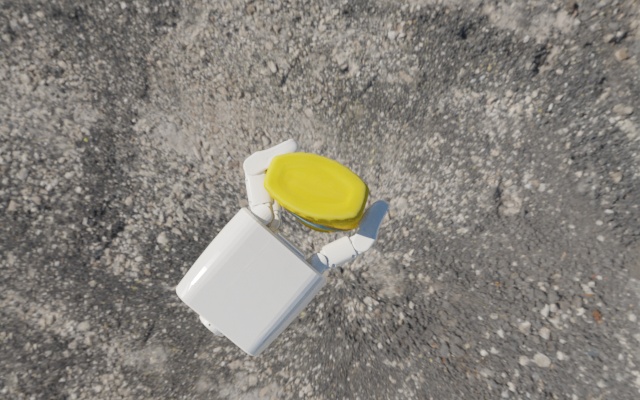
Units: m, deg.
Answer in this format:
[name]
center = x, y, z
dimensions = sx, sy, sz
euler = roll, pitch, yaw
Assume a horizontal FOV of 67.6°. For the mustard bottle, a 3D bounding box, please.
[mustard bottle]
center = 0.000, 0.001, 0.520
dimensions = 0.096, 0.058, 0.192
euler = 17, -8, 5
